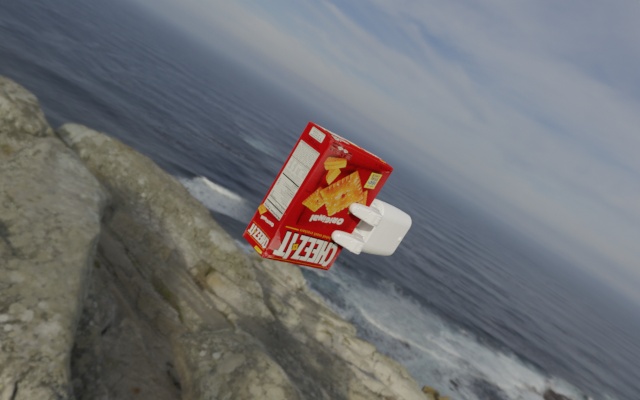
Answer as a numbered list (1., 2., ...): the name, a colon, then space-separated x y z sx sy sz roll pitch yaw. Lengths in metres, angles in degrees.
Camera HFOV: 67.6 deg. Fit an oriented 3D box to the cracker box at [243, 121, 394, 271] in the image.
1. cracker box: 0.000 0.002 0.773 0.164 0.214 0.072 20 16 -46
